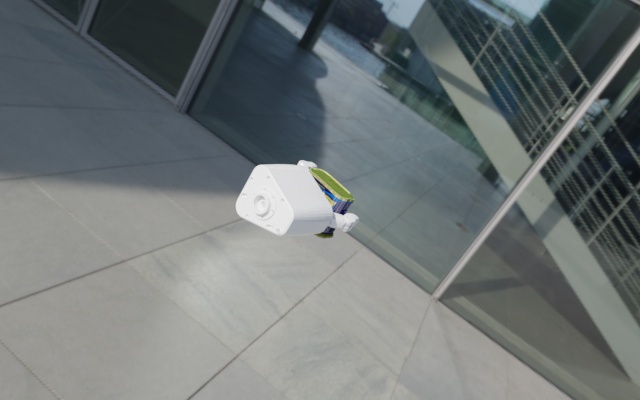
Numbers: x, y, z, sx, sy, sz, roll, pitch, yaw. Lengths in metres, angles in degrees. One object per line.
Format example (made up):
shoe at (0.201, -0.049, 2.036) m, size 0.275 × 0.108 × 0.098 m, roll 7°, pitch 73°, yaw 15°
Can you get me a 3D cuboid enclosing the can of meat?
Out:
can of meat at (0.000, 0.003, 0.844) m, size 0.102 × 0.084 × 0.057 m, roll 43°, pitch 22°, yaw 29°
